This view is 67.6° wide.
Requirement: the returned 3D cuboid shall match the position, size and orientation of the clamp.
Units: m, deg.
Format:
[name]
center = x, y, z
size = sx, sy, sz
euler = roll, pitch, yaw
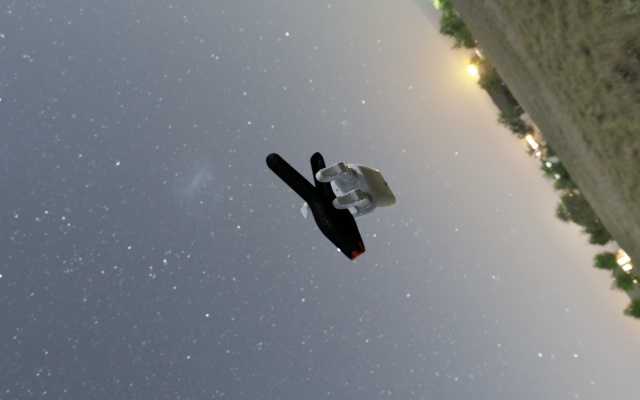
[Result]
[clamp]
center = 0.000, 0.003, 0.778
size = 0.036, 0.210, 0.164
euler = -38, -18, 26
